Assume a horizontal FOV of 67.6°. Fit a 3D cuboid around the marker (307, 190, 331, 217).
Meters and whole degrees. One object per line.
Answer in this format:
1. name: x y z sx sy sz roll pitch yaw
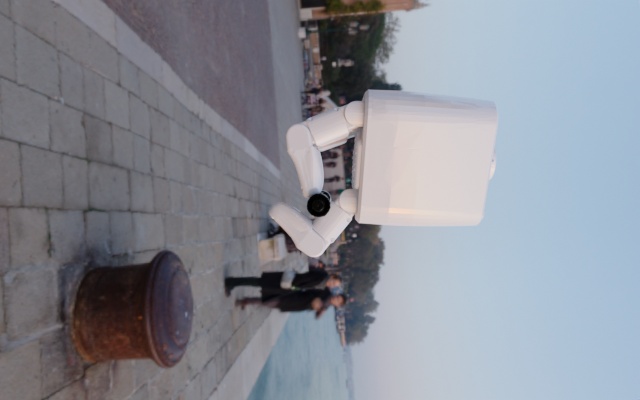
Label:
1. marker: 0.000 0.001 0.430 0.020 0.020 0.121 0 2 1
